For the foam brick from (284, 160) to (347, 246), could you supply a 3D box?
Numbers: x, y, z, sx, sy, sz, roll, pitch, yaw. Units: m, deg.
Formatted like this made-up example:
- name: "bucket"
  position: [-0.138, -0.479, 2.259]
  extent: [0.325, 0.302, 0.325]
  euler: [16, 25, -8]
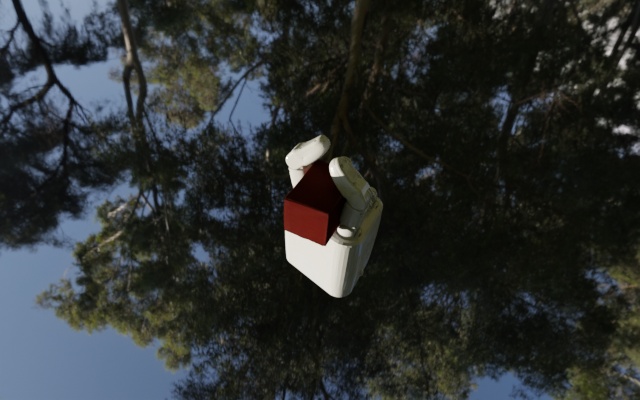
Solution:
- name: "foam brick"
  position: [0.000, 0.002, 0.527]
  extent: [0.053, 0.051, 0.078]
  euler: [22, 44, 15]
